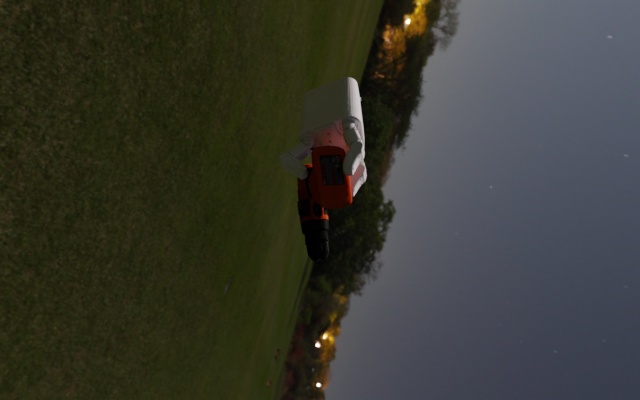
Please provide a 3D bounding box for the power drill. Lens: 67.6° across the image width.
[{"bbox_3d":[0.000,0.002,0.814,0.057,0.184,0.188,-5,-16,-16],"label":"power drill"}]
